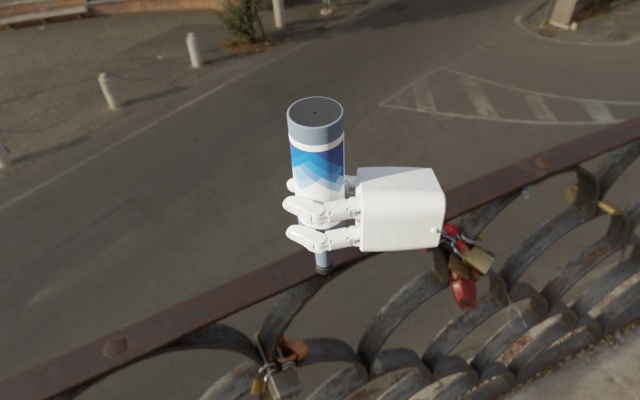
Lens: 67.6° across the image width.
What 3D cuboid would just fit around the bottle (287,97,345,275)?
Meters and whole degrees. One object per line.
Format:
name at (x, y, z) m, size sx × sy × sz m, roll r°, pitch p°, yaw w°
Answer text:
bottle at (0.000, 0.002, 0.657) m, size 0.069 × 0.296 × 0.069 m, roll -2°, pitch 44°, yaw 2°
